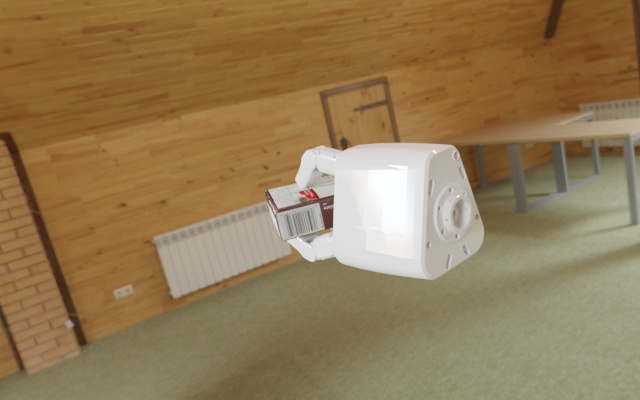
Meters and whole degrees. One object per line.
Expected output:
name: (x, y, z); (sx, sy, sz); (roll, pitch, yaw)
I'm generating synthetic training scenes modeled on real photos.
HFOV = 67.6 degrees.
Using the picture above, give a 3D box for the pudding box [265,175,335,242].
pudding box: (0.000, 0.002, 0.535); (0.113, 0.039, 0.090); (-13, 17, -10)
